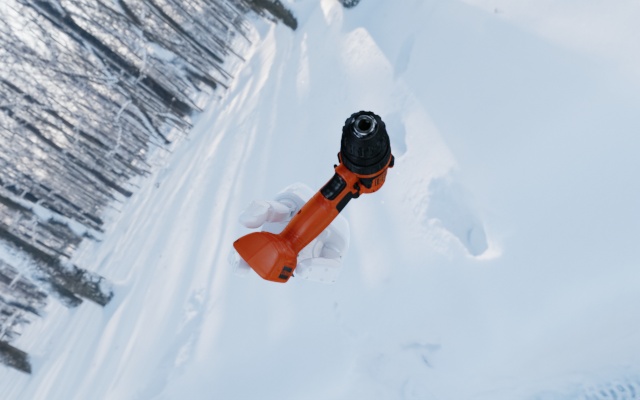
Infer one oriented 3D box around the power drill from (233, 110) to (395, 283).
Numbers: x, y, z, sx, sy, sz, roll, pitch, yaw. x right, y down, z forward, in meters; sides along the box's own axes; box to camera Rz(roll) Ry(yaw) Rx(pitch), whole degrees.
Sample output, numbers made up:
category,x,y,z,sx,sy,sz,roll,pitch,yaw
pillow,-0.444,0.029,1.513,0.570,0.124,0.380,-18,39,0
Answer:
category,x,y,z,sx,sy,sz,roll,pitch,yaw
power drill,0.000,0.002,0.493,0.187,0.057,0.184,-43,-15,-3
